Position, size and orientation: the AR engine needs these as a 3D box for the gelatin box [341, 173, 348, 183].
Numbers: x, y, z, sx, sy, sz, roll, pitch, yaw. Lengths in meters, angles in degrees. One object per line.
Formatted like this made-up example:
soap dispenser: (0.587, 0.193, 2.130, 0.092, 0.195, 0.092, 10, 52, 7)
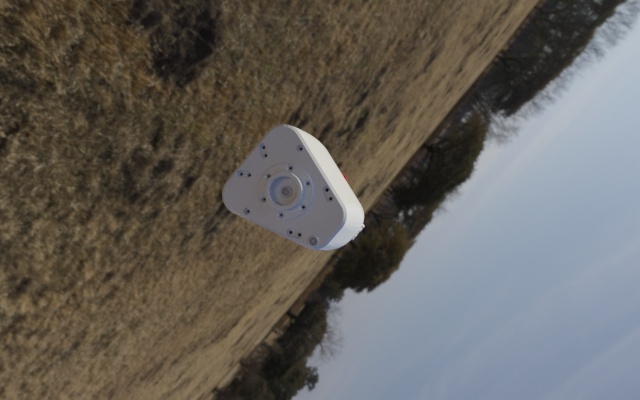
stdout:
gelatin box: (0.000, 0.002, 0.587, 0.030, 0.073, 0.089, 41, -8, 14)
